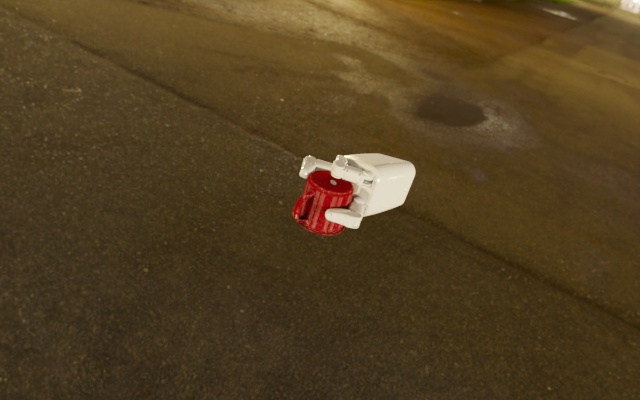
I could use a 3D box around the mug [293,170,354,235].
[{"bbox_3d":[-0.001,0.003,0.820,0.117,0.081,0.093,-13,41,-41],"label":"mug"}]
